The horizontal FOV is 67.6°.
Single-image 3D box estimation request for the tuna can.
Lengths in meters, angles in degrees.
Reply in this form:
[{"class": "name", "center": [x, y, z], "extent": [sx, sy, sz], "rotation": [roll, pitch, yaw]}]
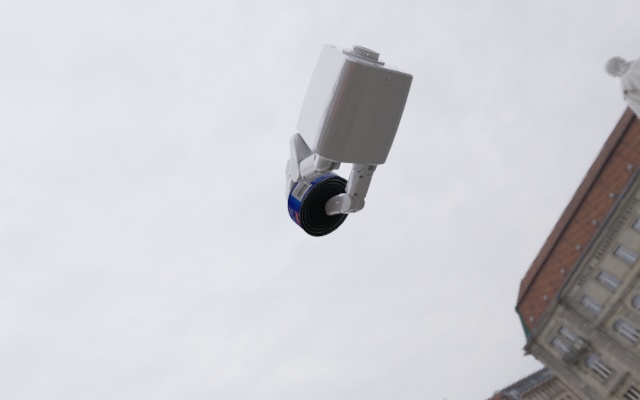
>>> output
[{"class": "tuna can", "center": [0.000, 0.002, 0.619], "extent": [0.086, 0.086, 0.033], "rotation": [0, 25, -40]}]
